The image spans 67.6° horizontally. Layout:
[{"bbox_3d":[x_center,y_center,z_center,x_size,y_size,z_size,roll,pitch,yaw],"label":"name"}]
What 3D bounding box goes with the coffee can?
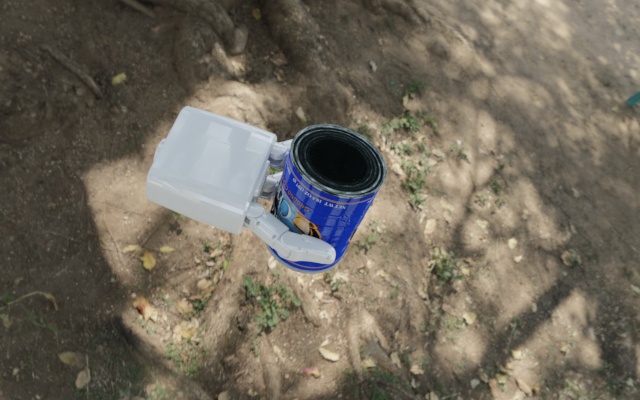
[{"bbox_3d":[0.000,0.002,0.530,0.103,0.102,0.140,0,-40,-21],"label":"coffee can"}]
